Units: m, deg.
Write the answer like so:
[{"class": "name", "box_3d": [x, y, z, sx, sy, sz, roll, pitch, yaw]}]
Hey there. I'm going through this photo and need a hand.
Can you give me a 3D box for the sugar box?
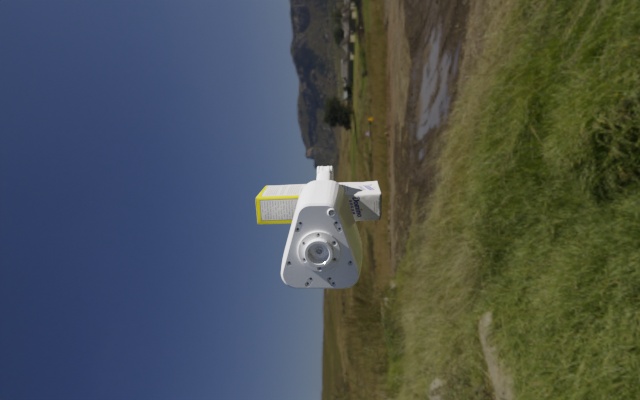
[{"class": "sugar box", "box_3d": [0.000, 0.003, 0.706, 0.176, 0.048, 0.093, 0, 14, 4]}]
